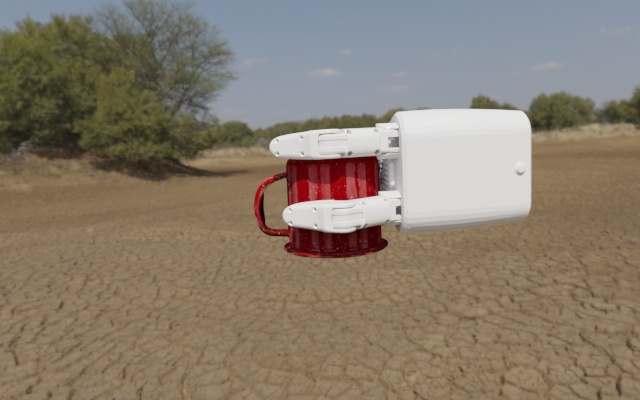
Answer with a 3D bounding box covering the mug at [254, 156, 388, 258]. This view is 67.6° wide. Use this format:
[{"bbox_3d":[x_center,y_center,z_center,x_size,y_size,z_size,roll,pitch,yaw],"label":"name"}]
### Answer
[{"bbox_3d":[-0.001,0.001,0.422,0.117,0.081,0.093,-3,7,-5],"label":"mug"}]
